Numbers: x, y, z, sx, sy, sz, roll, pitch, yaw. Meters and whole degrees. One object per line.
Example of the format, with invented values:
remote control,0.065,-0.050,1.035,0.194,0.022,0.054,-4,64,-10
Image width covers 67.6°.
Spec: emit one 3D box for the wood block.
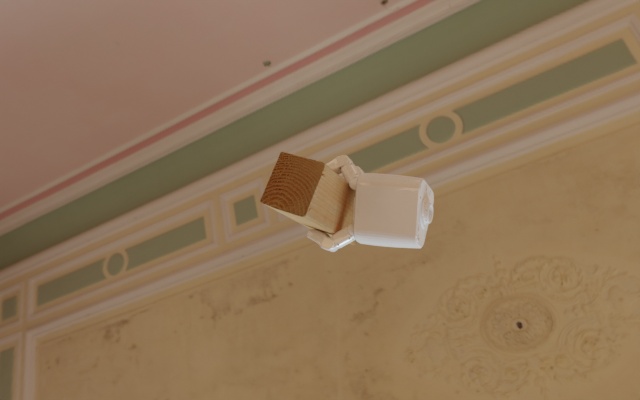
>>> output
wood block,0.000,0.003,0.817,0.090,0.091,0.206,17,-9,30
